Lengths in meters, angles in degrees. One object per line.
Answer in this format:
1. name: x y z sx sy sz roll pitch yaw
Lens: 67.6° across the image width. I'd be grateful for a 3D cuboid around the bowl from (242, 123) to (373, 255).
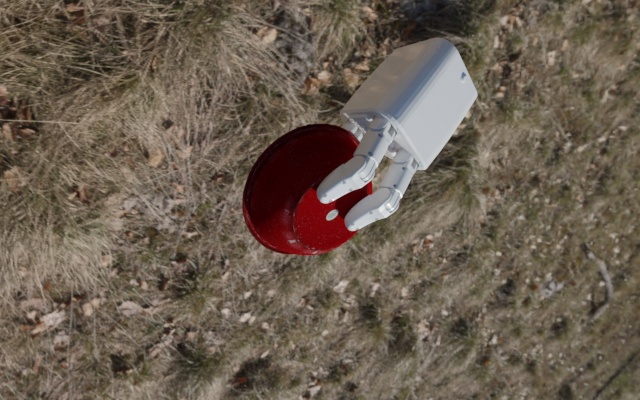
1. bowl: 0.000 0.003 0.519 0.162 0.162 0.055 0 26 -32
